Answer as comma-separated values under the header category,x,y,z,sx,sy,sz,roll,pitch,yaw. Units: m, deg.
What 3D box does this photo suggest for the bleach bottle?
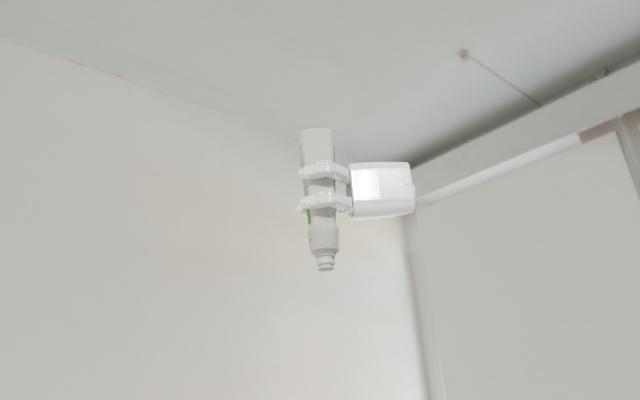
category,x,y,z,sx,sy,sz,roll,pitch,yaw
bleach bottle,0.000,0.003,0.850,0.068,0.250,0.103,-3,-22,-3
